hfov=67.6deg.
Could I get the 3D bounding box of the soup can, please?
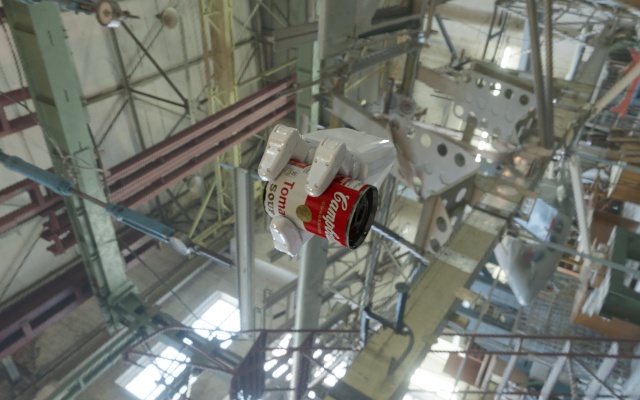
[{"bbox_3d":[0.000,0.002,0.496,0.102,0.068,0.068,20,8,24],"label":"soup can"}]
